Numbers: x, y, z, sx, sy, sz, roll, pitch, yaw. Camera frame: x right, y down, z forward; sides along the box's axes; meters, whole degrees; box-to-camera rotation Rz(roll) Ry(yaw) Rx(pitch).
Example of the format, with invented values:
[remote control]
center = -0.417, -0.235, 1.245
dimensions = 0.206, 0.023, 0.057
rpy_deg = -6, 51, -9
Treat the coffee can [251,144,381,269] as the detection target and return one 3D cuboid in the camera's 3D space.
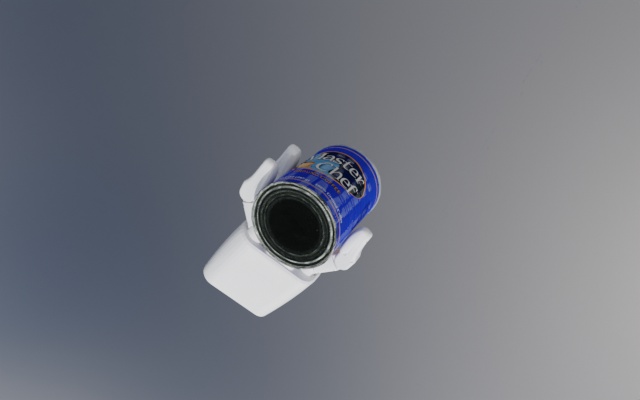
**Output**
[coffee can]
center = 0.000, 0.002, 0.559
dimensions = 0.103, 0.103, 0.140
rpy_deg = 0, 22, 28
